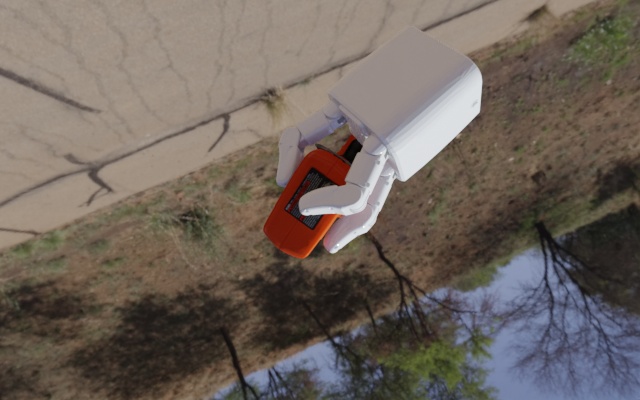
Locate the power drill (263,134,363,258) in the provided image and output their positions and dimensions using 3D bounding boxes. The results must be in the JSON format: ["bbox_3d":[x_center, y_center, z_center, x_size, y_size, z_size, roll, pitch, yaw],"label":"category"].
[{"bbox_3d":[0.000,0.002,0.536,0.057,0.184,0.187,33,15,5],"label":"power drill"}]
